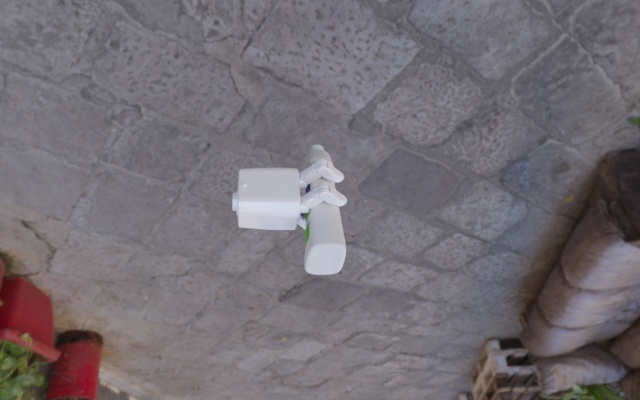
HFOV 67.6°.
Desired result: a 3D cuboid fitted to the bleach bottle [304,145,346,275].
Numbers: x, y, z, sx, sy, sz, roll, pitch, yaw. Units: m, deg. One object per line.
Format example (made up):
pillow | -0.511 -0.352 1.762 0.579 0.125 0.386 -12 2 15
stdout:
bleach bottle | 0.000 0.003 0.879 0.068 0.250 0.103 1 -38 -8
